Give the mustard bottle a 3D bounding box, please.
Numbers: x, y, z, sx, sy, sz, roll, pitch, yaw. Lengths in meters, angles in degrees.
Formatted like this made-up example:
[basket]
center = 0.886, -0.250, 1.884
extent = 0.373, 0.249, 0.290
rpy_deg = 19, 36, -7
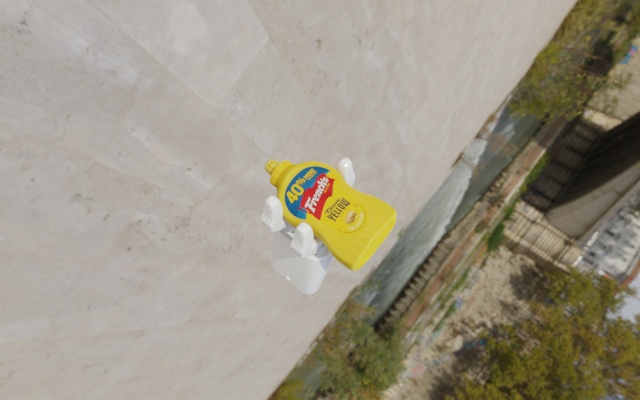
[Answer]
[mustard bottle]
center = 0.000, 0.002, 0.642
extent = 0.191, 0.096, 0.058
rpy_deg = 36, -13, 20
